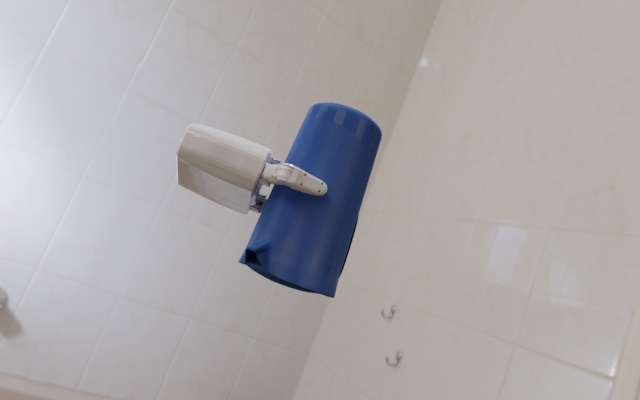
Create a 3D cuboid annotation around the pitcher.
[{"bbox_3d":[0.000,0.002,0.647,0.145,0.243,0.149,22,-9,-5],"label":"pitcher"}]
